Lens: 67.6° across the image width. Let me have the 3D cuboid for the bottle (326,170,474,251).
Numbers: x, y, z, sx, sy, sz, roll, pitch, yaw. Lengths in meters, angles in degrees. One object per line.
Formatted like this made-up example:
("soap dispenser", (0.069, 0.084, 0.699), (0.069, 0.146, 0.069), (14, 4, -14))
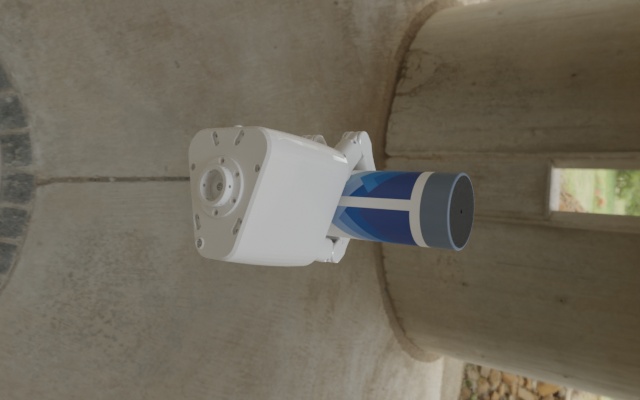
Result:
("bottle", (0.000, 0.002, 0.489), (0.295, 0.069, 0.069), (4, 2, 35))
